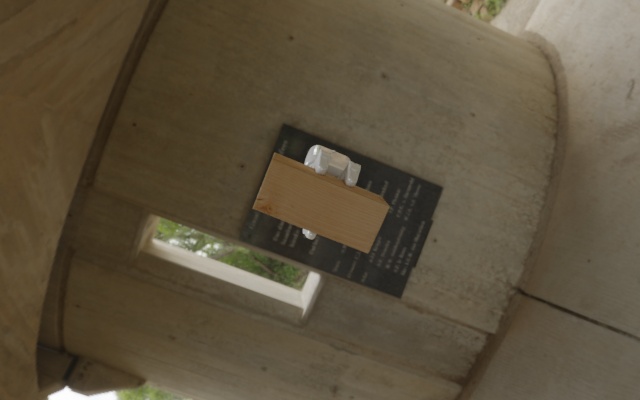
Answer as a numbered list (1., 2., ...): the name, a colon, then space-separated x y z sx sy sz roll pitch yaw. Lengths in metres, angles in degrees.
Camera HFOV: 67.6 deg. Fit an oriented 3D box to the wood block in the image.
1. wood block: 0.000 0.003 0.813 0.206 0.091 0.090 22 11 -7
